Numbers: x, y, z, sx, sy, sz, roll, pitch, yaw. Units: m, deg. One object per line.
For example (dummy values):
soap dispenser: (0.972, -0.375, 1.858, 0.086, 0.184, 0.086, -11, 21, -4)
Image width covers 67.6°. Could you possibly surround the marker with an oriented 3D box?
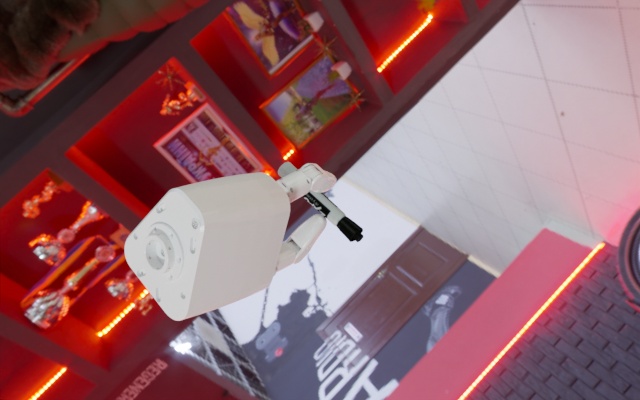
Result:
marker: (0.000, 0.002, 0.513, 0.121, 0.020, 0.020, 43, 19, 21)
